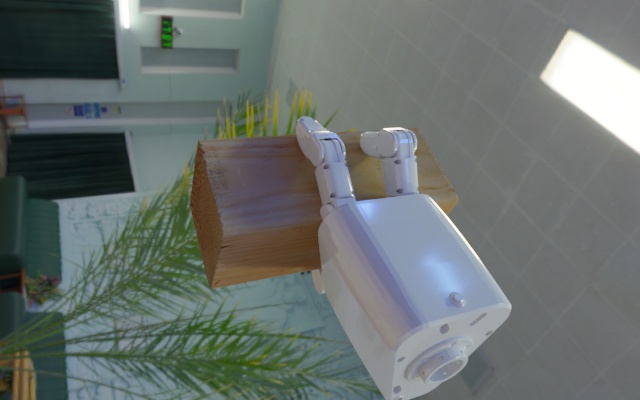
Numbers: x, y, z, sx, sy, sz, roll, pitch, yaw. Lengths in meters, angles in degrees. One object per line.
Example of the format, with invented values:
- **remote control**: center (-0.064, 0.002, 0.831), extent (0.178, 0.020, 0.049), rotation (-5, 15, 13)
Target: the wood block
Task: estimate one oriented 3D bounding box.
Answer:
- **wood block**: center (0.000, 0.002, 0.420), extent (0.206, 0.090, 0.091), rotation (-7, -33, -25)
